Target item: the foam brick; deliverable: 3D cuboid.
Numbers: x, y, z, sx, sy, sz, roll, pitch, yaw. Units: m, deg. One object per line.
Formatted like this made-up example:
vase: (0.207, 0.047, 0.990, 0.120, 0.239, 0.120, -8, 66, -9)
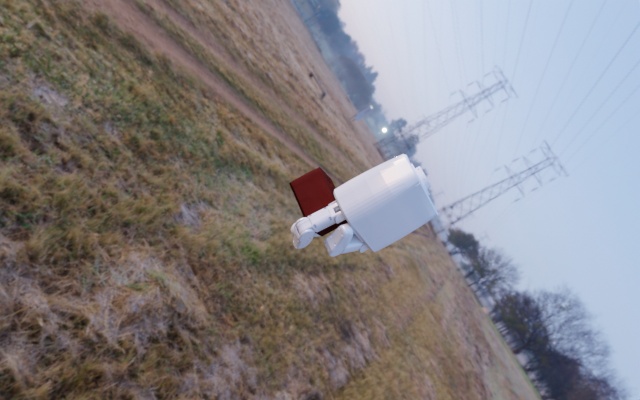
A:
foam brick: (0.000, 0.002, 0.679, 0.051, 0.078, 0.053, -30, -26, 11)
